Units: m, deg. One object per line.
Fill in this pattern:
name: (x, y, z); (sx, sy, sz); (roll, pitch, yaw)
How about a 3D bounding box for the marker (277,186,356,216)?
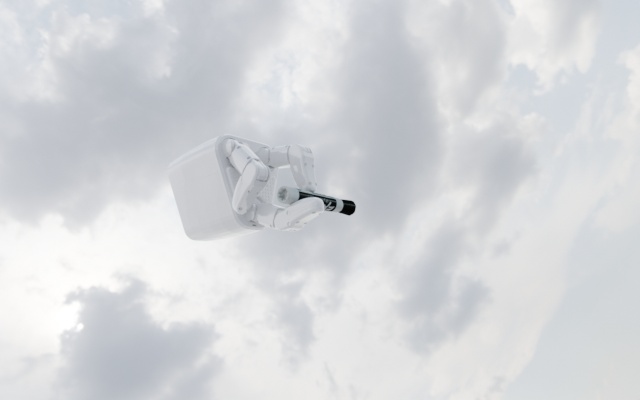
marker: (0.000, 0.002, 0.540); (0.020, 0.020, 0.121); (0, -8, 41)
